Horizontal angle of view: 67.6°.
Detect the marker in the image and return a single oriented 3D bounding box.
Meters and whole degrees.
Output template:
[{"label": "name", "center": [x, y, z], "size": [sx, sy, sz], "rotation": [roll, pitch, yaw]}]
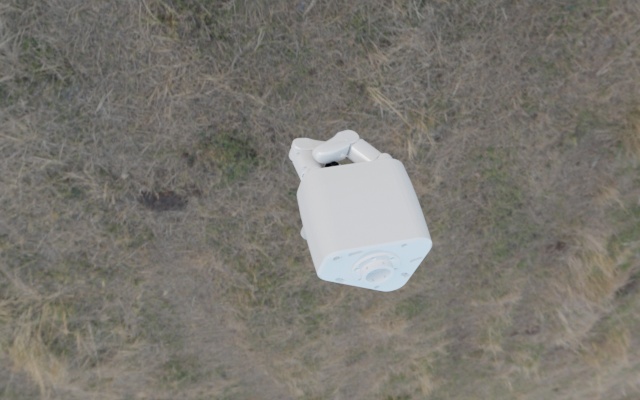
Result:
[{"label": "marker", "center": [0.000, 0.002, 0.548], "size": [0.020, 0.020, 0.121], "rotation": [0, -42, -21]}]
